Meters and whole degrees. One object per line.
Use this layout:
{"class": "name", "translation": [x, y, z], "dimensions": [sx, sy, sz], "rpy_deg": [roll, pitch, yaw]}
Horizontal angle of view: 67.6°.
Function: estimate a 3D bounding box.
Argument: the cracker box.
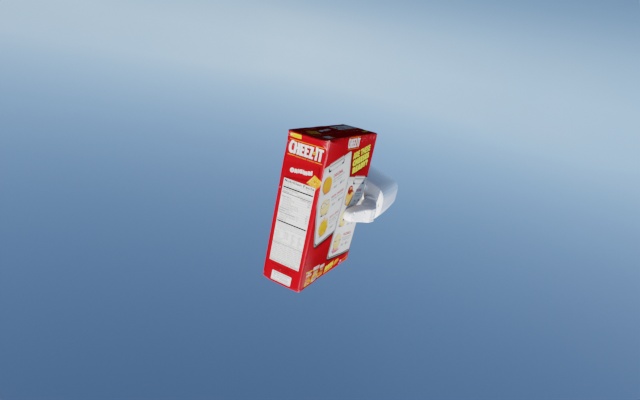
{"class": "cracker box", "translation": [0.000, 0.002, 0.692], "dimensions": [0.072, 0.214, 0.164], "rpy_deg": [19, 19, 23]}
